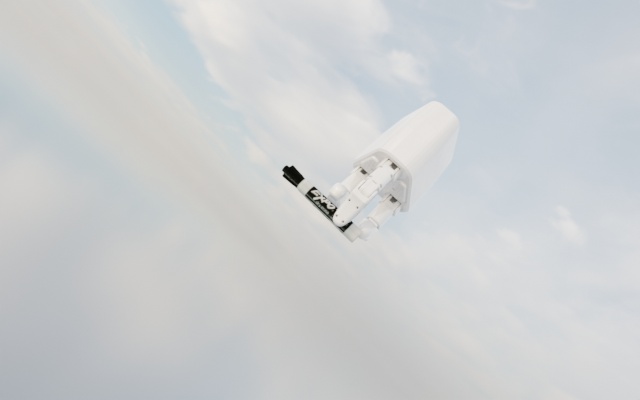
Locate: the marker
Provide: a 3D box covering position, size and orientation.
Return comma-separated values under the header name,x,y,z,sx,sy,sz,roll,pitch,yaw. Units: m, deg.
name,x,y,z,sx,sy,sz,roll,pitch,yaw
marker,0.000,0.002,0.566,0.121,0.020,0.020,44,7,7
